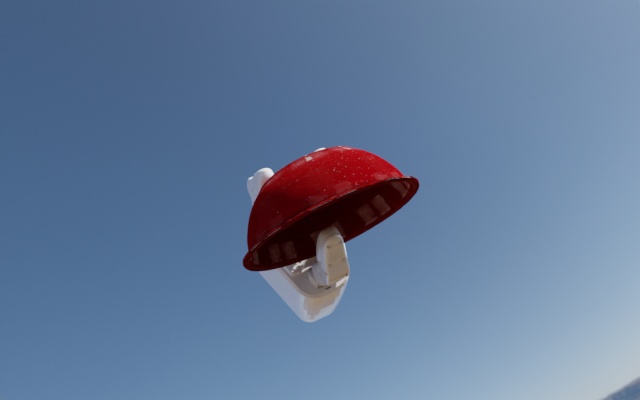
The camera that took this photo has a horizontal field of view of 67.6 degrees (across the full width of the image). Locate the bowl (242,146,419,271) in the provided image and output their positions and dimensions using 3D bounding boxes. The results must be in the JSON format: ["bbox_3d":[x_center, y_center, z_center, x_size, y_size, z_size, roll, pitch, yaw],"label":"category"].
[{"bbox_3d":[0.000,0.000,0.408,0.162,0.055,0.162,-24,-16,-7],"label":"bowl"}]
